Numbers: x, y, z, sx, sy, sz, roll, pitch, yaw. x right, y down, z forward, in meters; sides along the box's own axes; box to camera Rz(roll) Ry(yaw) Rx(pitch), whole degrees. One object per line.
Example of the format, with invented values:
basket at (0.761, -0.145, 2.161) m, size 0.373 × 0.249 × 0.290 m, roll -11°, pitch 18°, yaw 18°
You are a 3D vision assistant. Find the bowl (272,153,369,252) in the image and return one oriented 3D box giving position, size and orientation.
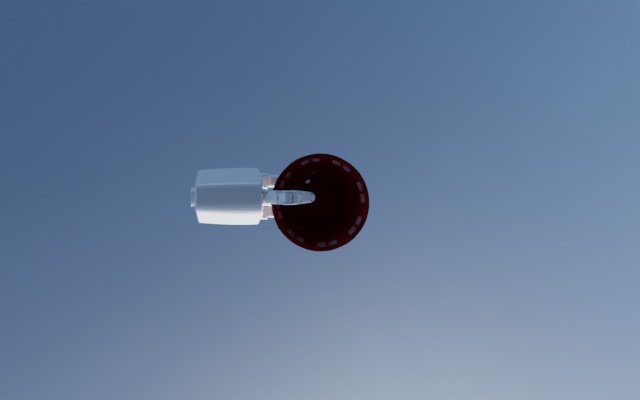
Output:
bowl at (0.001, 0.003, 0.809) m, size 0.162 × 0.162 × 0.055 m, roll 0°, pitch 2°, yaw 1°
